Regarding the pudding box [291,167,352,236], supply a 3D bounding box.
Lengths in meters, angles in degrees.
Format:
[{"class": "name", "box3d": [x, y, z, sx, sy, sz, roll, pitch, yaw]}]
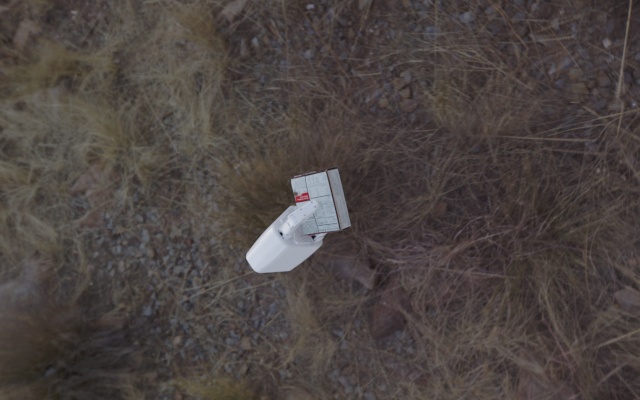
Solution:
[{"class": "pudding box", "box3d": [0.000, 0.003, 0.857, 0.090, 0.113, 0.039, -10, 6, 38]}]
